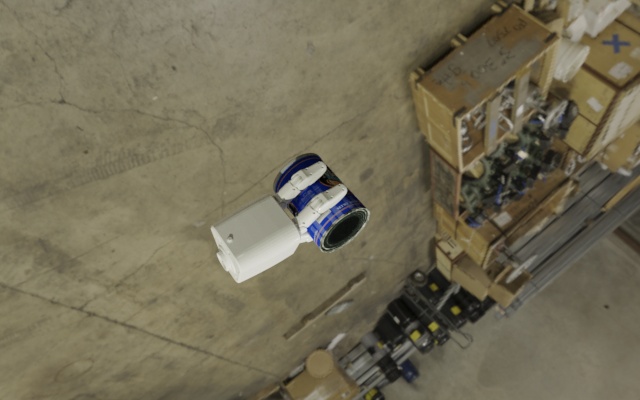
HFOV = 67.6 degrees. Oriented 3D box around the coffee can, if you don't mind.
[{"bbox_3d":[0.000,0.002,0.807,0.103,0.103,0.140,0,42,-52],"label":"coffee can"}]
